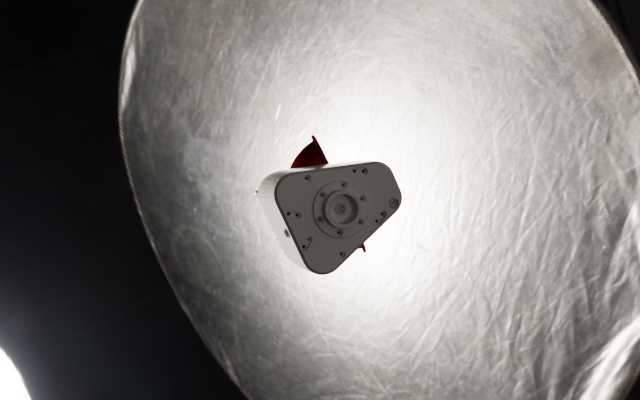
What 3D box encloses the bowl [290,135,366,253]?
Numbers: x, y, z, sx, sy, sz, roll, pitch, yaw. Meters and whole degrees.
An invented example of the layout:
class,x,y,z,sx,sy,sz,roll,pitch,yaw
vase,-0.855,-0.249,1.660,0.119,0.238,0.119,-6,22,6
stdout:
class,x,y,z,sx,sy,sz,roll,pitch,yaw
bowl,0.000,0.002,0.602,0.055,0.162,0.162,-24,0,1
